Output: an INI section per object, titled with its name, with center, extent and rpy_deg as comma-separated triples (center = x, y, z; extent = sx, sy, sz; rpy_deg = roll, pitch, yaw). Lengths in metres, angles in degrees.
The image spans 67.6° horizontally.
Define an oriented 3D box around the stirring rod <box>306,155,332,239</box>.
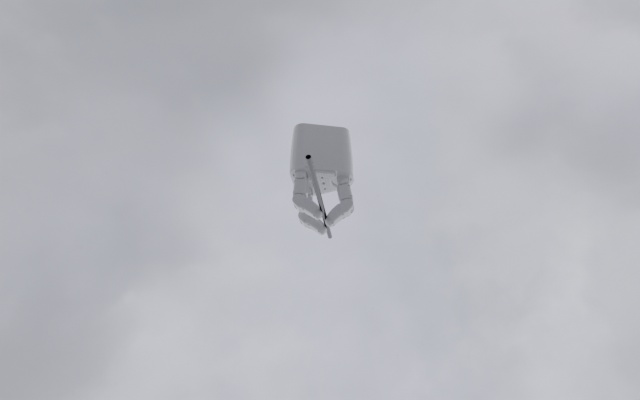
[stirring rod]
center = 0.000, 0.002, 0.765
extent = 0.011, 0.011, 0.240
rpy_deg = 0, -32, 10
